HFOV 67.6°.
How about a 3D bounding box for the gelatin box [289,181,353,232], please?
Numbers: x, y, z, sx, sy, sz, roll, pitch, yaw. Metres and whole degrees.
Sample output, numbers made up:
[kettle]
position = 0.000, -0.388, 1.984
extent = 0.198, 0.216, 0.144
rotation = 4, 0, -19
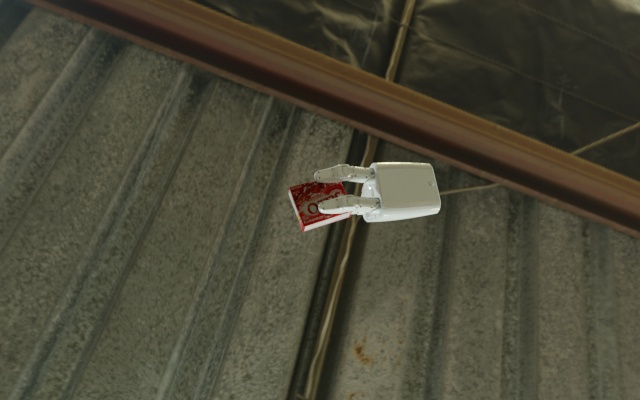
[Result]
[gelatin box]
position = 0.000, 0.003, 0.792
extent = 0.089, 0.073, 0.030
rotation = -17, -19, -13
